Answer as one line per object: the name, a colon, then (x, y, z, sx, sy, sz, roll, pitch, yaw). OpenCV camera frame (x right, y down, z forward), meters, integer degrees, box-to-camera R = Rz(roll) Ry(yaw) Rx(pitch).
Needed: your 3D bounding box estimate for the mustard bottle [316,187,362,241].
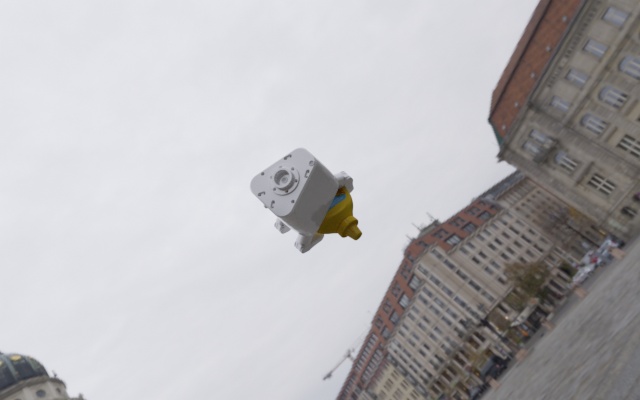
mustard bottle: (0.000, 0.003, 0.839, 0.096, 0.191, 0.058, -37, -28, -22)
